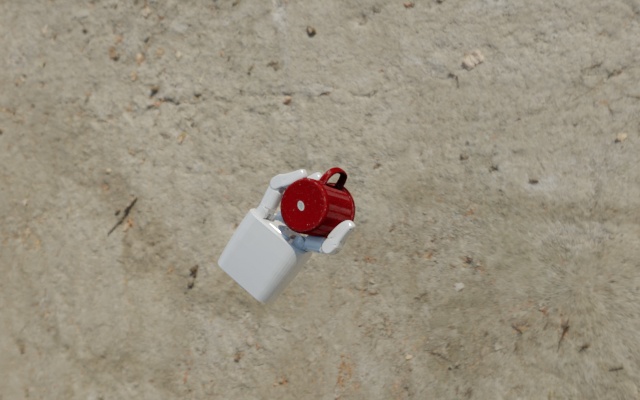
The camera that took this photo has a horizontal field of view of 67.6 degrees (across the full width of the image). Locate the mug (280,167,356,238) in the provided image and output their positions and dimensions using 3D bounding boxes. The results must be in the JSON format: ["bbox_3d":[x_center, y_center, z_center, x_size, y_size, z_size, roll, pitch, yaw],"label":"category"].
[{"bbox_3d":[0.001,0.001,0.712,0.093,0.117,0.081,39,12,28],"label":"mug"}]
